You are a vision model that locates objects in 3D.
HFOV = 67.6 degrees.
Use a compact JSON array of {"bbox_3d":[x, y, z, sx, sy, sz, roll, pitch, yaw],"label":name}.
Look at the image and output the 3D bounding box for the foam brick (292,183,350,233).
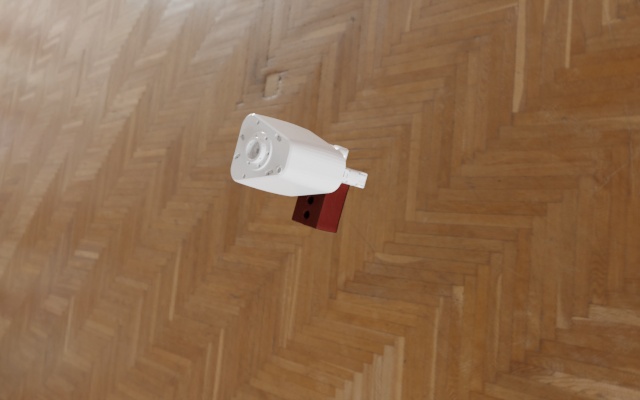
[{"bbox_3d":[0.000,0.003,0.709,0.053,0.078,0.051,18,4,39],"label":"foam brick"}]
